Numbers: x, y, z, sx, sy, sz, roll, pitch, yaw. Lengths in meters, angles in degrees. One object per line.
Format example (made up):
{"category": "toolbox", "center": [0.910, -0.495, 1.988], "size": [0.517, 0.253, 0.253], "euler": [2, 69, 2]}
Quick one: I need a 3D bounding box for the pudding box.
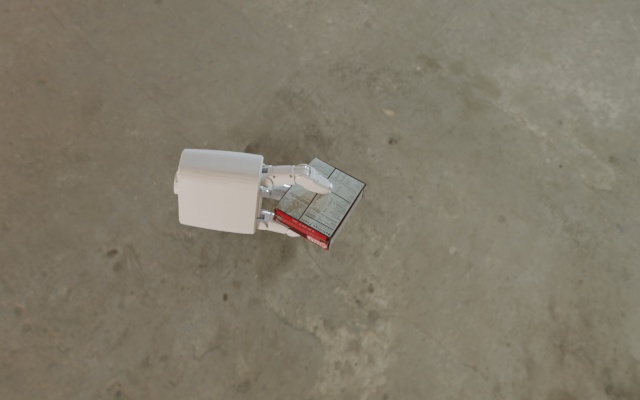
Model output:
{"category": "pudding box", "center": [0.000, 0.002, 0.668], "size": [0.090, 0.113, 0.039], "euler": [30, -31, 10]}
